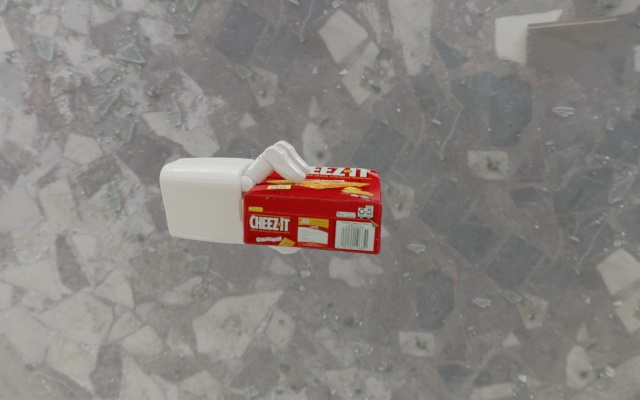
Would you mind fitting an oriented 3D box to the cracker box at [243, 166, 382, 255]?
[{"bbox_3d":[0.000,0.002,0.652,0.164,0.072,0.213,4,14,5],"label":"cracker box"}]
